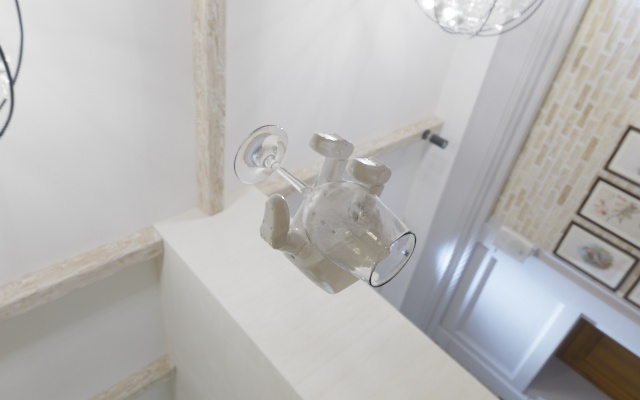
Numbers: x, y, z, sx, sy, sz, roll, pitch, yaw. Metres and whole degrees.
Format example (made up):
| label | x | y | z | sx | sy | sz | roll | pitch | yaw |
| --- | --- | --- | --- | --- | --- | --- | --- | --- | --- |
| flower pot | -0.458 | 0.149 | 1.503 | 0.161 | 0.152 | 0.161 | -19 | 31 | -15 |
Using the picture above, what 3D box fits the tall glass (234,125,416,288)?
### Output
| label | x | y | z | sx | sy | sz | roll | pitch | yaw |
| --- | --- | --- | --- | --- | --- | --- | --- | --- | --- |
| tall glass | 0.000 | 0.001 | 0.481 | 0.201 | 0.079 | 0.079 | 39 | 23 | 32 |
